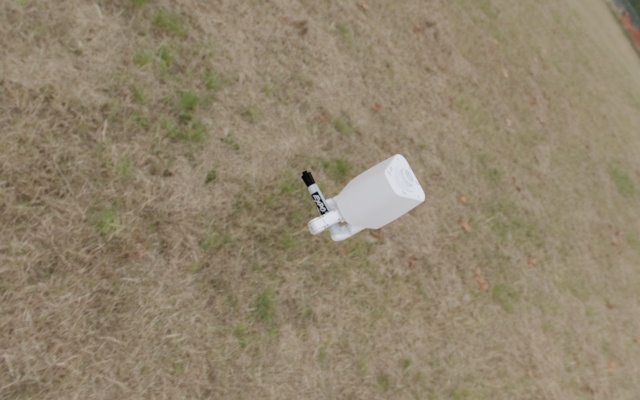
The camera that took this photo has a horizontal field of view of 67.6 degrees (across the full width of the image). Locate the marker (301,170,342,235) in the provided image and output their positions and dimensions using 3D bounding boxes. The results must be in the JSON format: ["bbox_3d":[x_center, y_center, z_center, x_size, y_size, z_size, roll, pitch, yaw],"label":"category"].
[{"bbox_3d":[0.000,0.003,0.821,0.020,0.121,0.020,-28,-6,-3],"label":"marker"}]
